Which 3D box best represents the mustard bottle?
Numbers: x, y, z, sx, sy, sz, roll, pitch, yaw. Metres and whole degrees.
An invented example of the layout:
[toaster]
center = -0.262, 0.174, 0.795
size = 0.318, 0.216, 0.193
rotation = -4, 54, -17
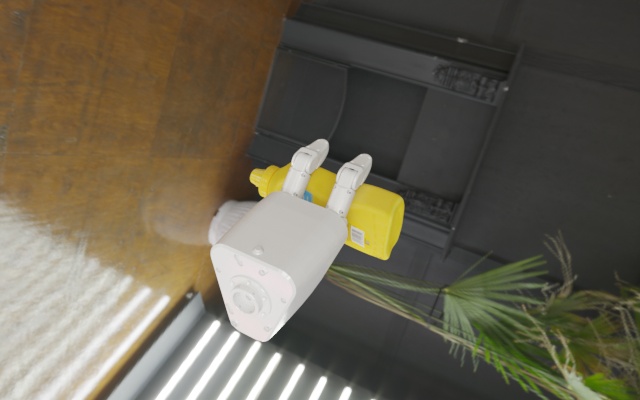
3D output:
[mustard bottle]
center = 0.000, 0.002, 0.566
size = 0.191, 0.058, 0.096
rotation = 21, -30, 19
